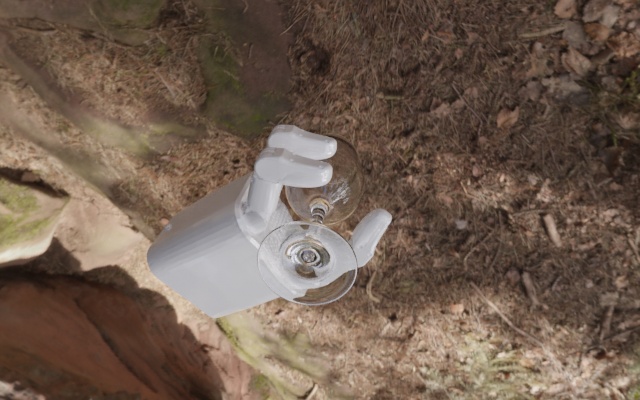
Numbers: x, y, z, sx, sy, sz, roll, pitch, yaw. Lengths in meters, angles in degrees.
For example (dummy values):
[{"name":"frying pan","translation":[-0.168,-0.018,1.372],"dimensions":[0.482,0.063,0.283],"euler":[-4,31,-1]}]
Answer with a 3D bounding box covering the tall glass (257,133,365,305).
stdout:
[{"name":"tall glass","translation":[0.000,0.002,0.434],"dimensions":[0.079,0.079,0.201],"euler":[0,28,7]}]
